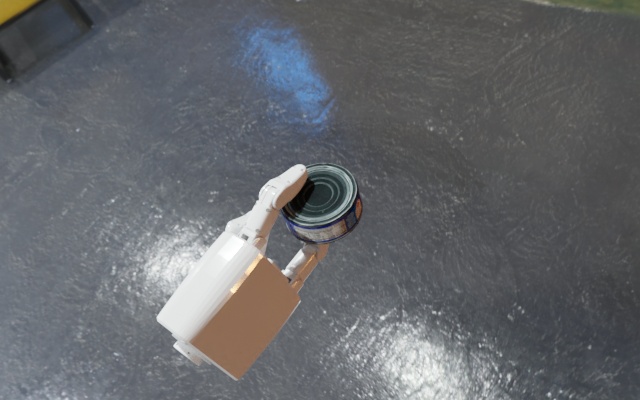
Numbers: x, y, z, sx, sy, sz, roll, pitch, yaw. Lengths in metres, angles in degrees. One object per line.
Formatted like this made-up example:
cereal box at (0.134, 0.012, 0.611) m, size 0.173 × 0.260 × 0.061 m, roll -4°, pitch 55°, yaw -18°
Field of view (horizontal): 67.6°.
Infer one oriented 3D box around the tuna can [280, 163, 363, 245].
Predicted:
tuna can at (0.000, 0.001, 0.503) m, size 0.086 × 0.086 × 0.034 m, roll 0°, pitch -37°, yaw 15°
